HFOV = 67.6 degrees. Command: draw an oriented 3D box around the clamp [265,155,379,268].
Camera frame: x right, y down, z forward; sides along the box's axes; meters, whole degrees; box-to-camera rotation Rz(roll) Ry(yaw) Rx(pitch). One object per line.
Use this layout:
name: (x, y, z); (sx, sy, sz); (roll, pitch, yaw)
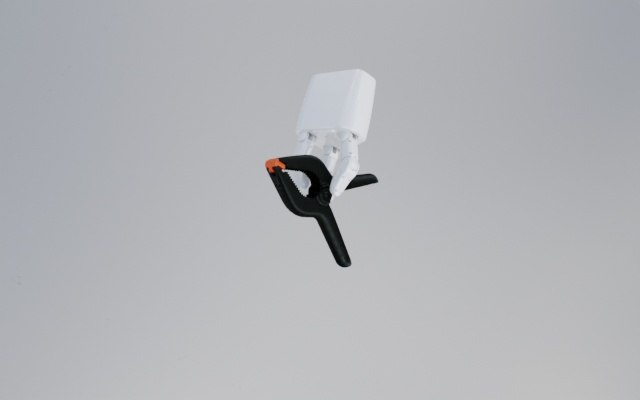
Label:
clamp: (0.000, 0.002, 0.726); (0.210, 0.164, 0.036); (25, -19, -37)
